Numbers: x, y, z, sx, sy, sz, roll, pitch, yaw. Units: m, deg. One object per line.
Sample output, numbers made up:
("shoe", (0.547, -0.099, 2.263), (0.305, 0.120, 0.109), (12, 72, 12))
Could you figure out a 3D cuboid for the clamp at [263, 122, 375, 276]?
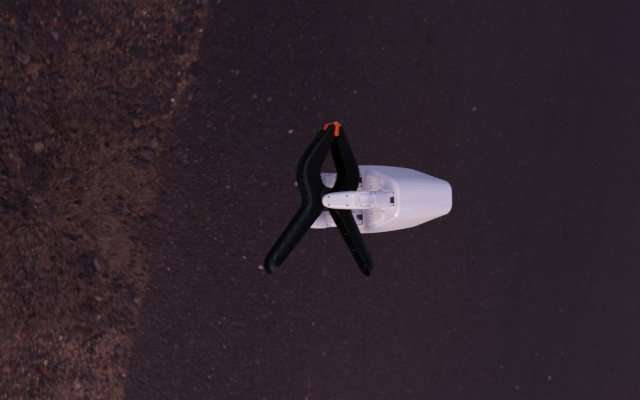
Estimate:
("clamp", (0.001, 0.001, 0.624), (0.164, 0.210, 0.036), (-2, 0, -33))
